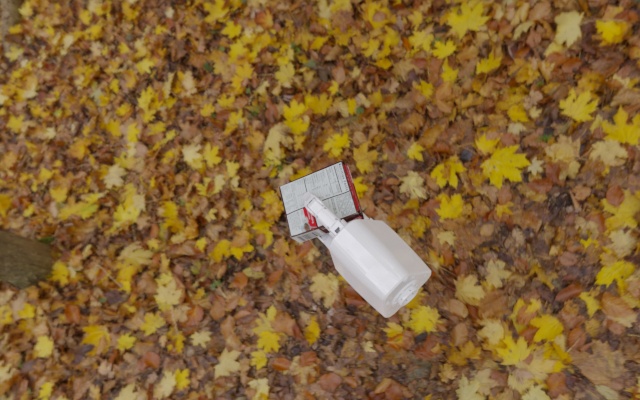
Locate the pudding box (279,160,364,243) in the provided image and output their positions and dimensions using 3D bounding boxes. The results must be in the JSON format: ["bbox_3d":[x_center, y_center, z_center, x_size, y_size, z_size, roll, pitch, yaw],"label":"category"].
[{"bbox_3d":[0.000,0.002,0.720,0.113,0.090,0.039,-20,-23,14],"label":"pudding box"}]
